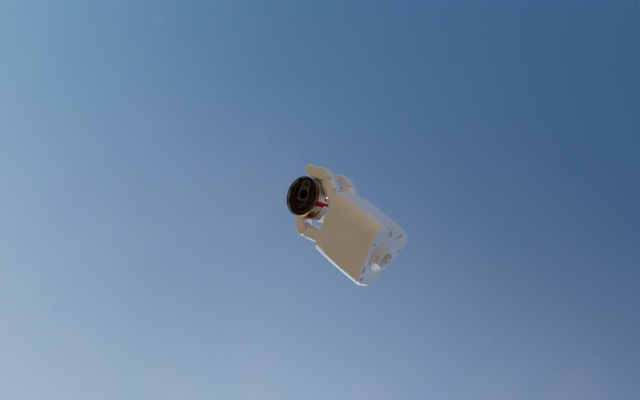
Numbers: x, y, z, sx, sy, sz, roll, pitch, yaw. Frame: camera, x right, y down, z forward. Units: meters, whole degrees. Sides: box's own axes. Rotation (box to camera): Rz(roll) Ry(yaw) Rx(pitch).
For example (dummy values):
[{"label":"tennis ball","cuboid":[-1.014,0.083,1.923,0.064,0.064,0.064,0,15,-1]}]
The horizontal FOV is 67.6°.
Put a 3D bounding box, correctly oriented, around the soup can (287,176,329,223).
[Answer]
[{"label":"soup can","cuboid":[0.000,0.003,0.832,0.068,0.068,0.102,0,-12,40]}]
